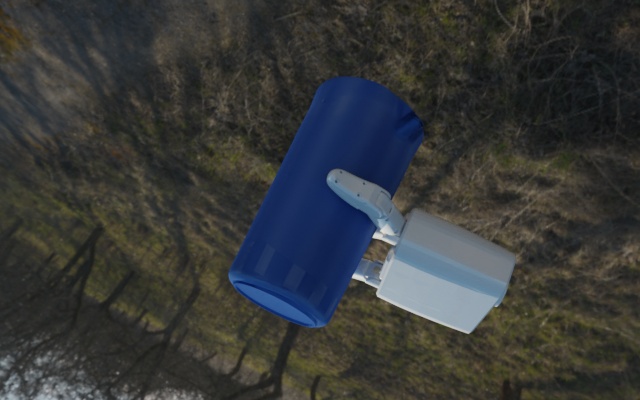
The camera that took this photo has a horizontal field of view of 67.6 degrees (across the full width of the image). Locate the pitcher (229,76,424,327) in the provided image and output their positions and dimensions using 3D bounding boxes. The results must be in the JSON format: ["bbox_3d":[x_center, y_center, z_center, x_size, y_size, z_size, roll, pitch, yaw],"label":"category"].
[{"bbox_3d":[0.000,0.002,0.509,0.145,0.242,0.149,23,-23,10],"label":"pitcher"}]
